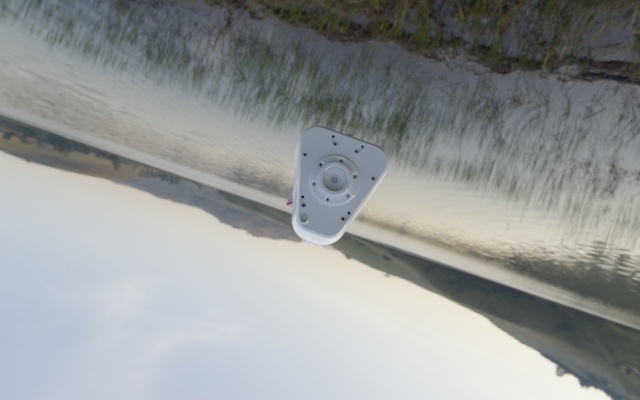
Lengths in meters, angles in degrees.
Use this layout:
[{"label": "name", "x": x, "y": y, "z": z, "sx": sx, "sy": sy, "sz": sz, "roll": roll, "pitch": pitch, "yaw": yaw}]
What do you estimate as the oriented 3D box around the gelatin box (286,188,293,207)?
[{"label": "gelatin box", "x": 0.000, "y": 0.003, "z": 0.652, "sx": 0.073, "sy": 0.030, "sz": 0.089, "roll": 21, "pitch": -12, "yaw": -14}]
